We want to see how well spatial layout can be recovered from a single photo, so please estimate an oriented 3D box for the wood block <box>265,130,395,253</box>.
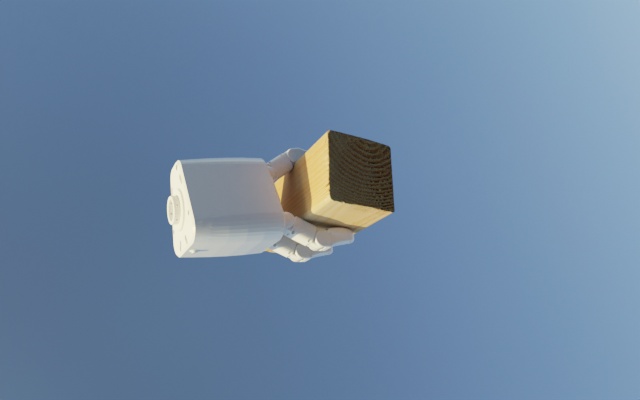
[{"bbox_3d":[0.000,0.002,0.630,0.090,0.090,0.206,11,-25,-26],"label":"wood block"}]
